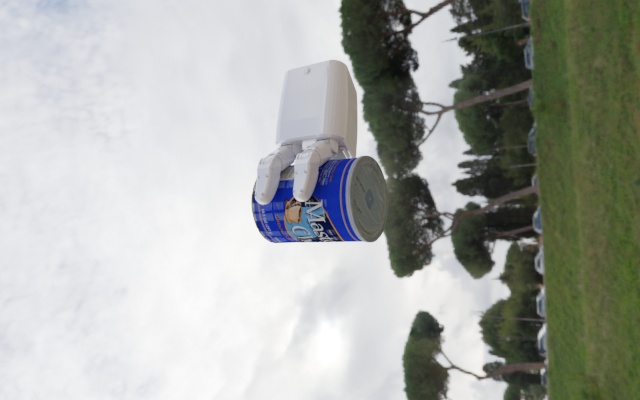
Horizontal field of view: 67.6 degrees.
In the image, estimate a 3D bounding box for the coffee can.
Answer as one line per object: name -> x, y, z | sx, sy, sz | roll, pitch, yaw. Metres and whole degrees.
coffee can -> 0.000, 0.002, 0.597 | 0.140, 0.103, 0.103 | -4, -2, 31
